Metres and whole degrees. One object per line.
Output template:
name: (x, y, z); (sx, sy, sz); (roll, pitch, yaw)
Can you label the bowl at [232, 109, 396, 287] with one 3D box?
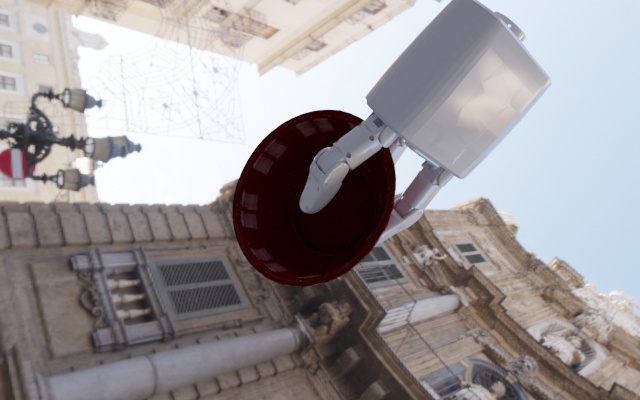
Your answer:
bowl: (-0.001, 0.002, 0.437); (0.162, 0.162, 0.055); (0, -17, 28)
